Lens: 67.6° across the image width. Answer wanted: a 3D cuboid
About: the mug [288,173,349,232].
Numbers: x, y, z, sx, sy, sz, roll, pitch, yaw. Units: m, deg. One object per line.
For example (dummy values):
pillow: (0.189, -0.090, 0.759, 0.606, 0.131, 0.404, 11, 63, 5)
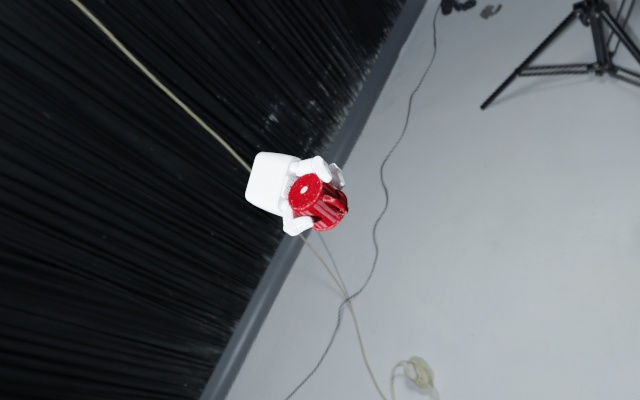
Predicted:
mug: (0.001, 0.003, 0.895, 0.117, 0.093, 0.081, 16, -17, 43)
